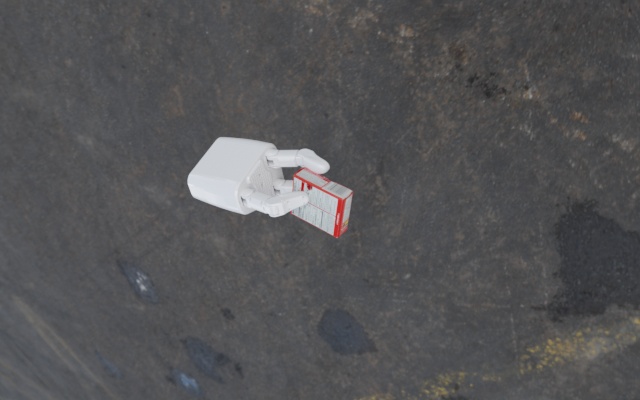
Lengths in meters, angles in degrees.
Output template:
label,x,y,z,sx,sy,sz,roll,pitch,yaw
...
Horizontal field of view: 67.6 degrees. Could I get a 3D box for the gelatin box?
label,x,y,z,sx,sy,sz,roll,pitch,yaw
gelatin box,0.000,0.003,0.690,0.089,0.073,0.030,27,43,24
